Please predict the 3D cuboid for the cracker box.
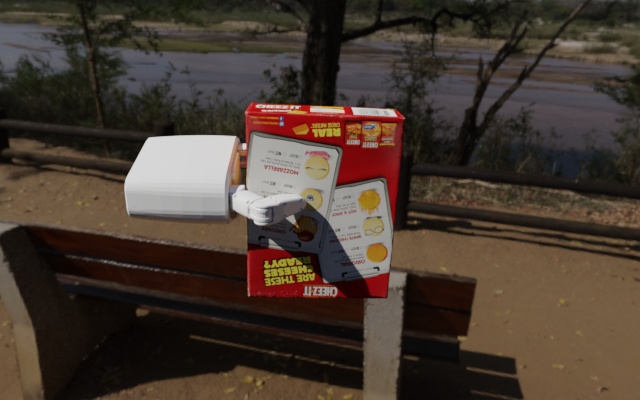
[{"bbox_3d":[0.000,0.002,0.542,0.164,0.214,0.072,1,21,-2],"label":"cracker box"}]
